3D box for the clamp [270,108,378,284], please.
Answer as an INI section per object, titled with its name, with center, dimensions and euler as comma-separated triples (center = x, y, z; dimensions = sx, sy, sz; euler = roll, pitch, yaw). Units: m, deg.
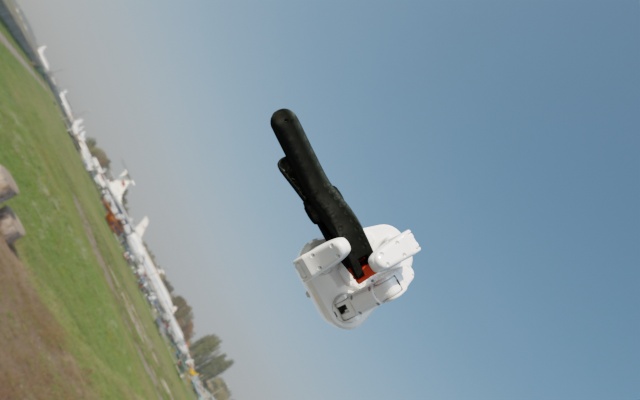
[clamp]
center = 0.001, 0.001, 0.468
dimensions = 0.039, 0.171, 0.120
euler = -28, -6, -4
